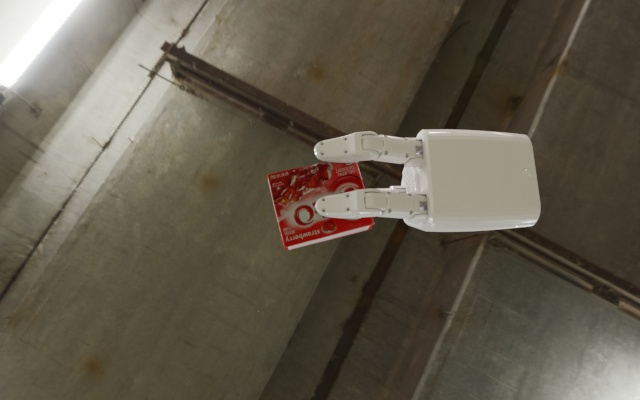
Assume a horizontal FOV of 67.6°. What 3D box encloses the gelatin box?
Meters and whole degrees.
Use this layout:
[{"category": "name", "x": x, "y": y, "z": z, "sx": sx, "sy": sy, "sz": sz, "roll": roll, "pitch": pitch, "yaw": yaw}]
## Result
[{"category": "gelatin box", "x": 0.000, "y": 0.002, "z": 0.462, "sx": 0.089, "sy": 0.073, "sz": 0.030, "roll": -14, "pitch": -12, "yaw": -3}]
